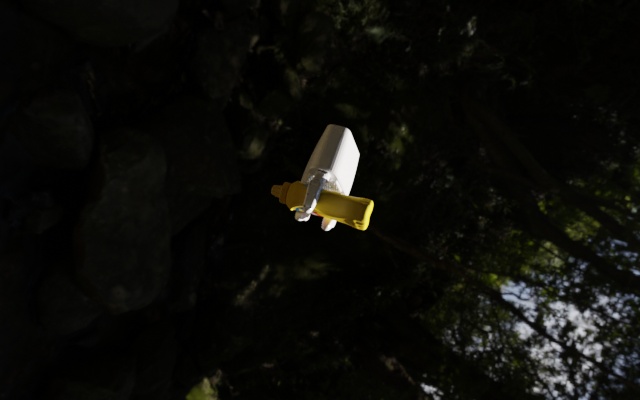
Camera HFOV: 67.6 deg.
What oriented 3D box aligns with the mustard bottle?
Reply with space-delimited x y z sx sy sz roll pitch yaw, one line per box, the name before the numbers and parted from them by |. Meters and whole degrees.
mustard bottle | 0.000 0.003 0.896 0.191 0.058 0.096 16 -1 9
